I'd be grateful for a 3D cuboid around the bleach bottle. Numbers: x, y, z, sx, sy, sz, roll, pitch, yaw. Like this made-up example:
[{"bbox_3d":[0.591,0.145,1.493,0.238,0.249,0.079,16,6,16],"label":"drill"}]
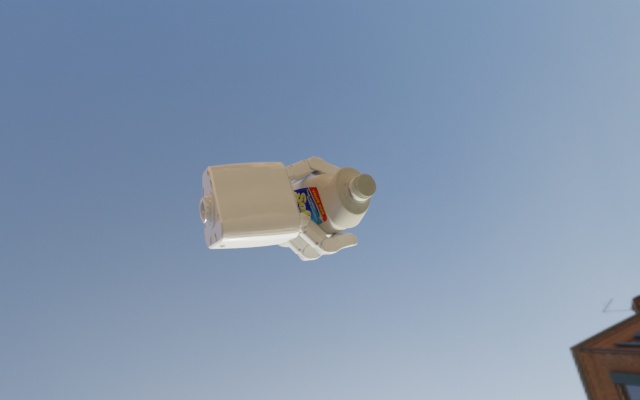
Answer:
[{"bbox_3d":[0.000,0.002,0.688,0.068,0.102,0.251,-3,-12,-27],"label":"bleach bottle"}]
